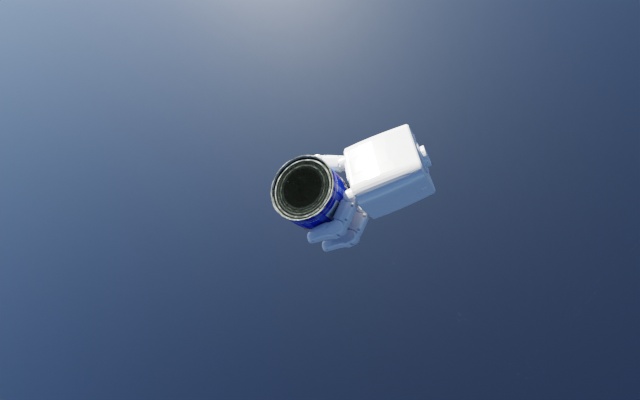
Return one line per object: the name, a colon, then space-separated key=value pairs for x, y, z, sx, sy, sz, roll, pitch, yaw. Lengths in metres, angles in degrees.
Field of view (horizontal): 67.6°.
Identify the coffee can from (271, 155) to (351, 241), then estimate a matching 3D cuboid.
coffee can: x=0.000 y=0.003 z=0.755 sx=0.103 sy=0.102 sz=0.140 roll=0 pitch=-18 yaw=25
